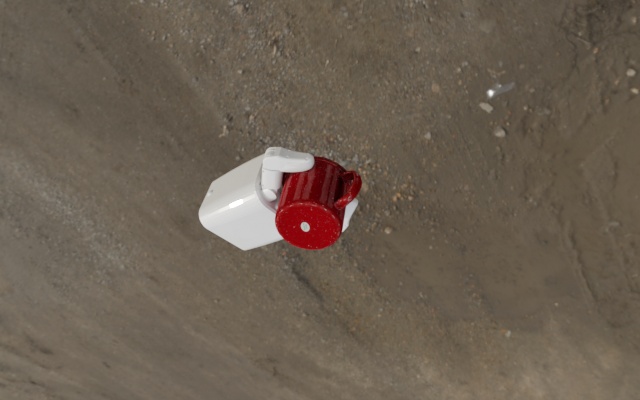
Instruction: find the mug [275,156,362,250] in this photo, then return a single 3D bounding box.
[{"bbox_3d":[0.001,0.002,0.582,0.117,0.093,0.081,-24,33,28],"label":"mug"}]
